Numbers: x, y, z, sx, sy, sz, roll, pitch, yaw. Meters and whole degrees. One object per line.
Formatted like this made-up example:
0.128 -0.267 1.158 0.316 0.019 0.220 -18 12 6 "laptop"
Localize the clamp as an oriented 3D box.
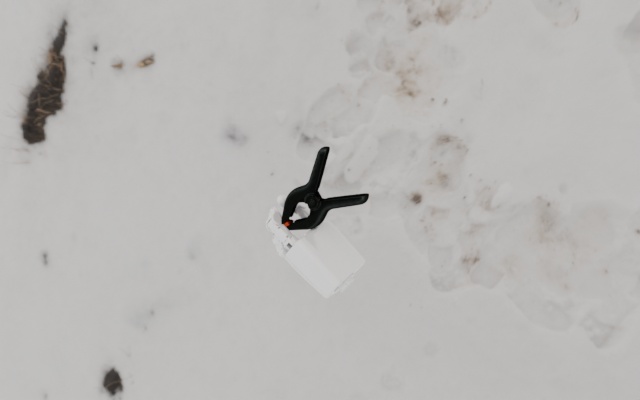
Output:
0.000 0.003 0.847 0.120 0.171 0.039 44 23 11 "clamp"
